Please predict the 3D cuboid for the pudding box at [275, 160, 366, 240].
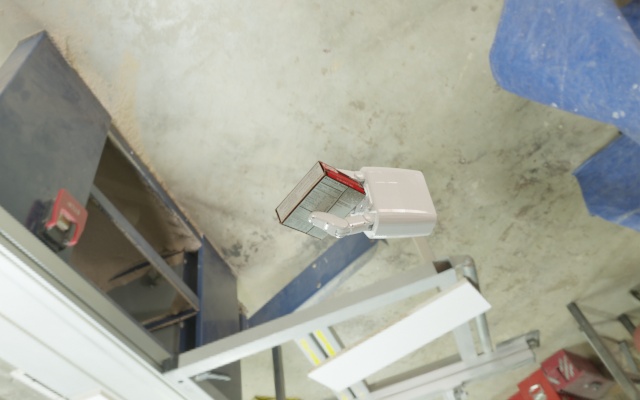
[{"bbox_3d":[0.000,0.003,0.731,0.090,0.113,0.039,25,27,-36],"label":"pudding box"}]
